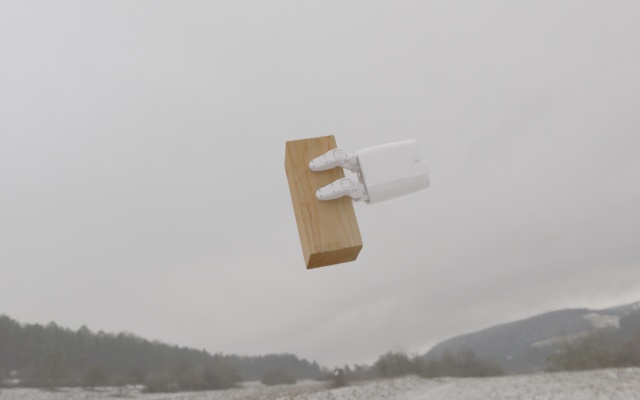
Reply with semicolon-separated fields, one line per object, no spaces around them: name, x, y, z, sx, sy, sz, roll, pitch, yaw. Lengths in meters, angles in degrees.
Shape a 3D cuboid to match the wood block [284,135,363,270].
wood block;0.000;0.003;0.825;0.090;0.206;0.091;-9;-23;-9
